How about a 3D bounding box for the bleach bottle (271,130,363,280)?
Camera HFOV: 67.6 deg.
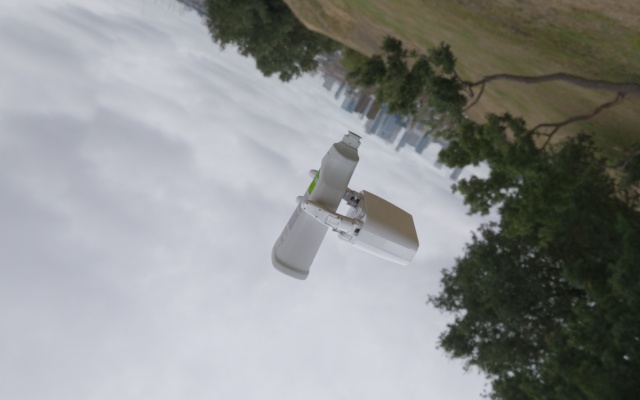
[{"bbox_3d":[0.000,0.003,0.797,0.068,0.251,0.102,25,14,-14],"label":"bleach bottle"}]
